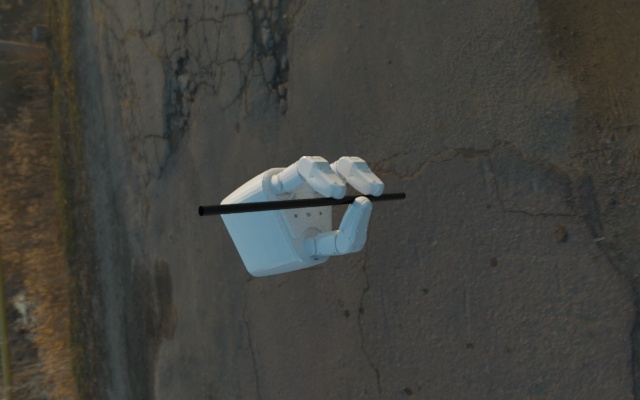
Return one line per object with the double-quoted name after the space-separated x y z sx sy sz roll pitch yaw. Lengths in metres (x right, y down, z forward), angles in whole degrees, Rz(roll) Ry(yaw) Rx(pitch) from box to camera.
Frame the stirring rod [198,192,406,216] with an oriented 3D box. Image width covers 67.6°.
0.000 0.001 0.436 0.239 0.011 0.011 -4 3 -42 "stirring rod"
